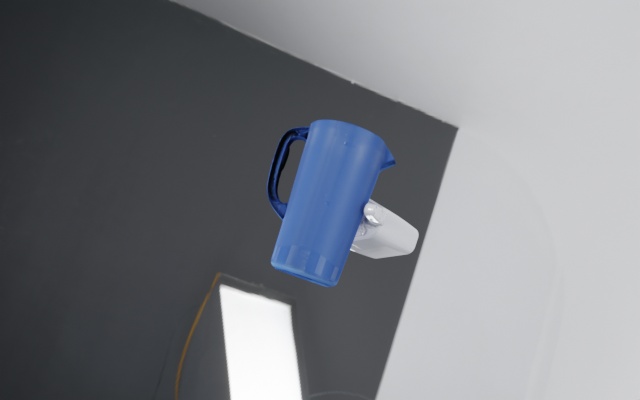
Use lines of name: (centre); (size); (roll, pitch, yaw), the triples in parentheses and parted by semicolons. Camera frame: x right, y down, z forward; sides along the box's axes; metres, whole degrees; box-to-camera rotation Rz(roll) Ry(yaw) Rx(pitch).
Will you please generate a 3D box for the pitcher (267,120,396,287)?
pitcher: (0.000, 0.003, 0.753); (0.145, 0.242, 0.149); (28, -14, -38)
